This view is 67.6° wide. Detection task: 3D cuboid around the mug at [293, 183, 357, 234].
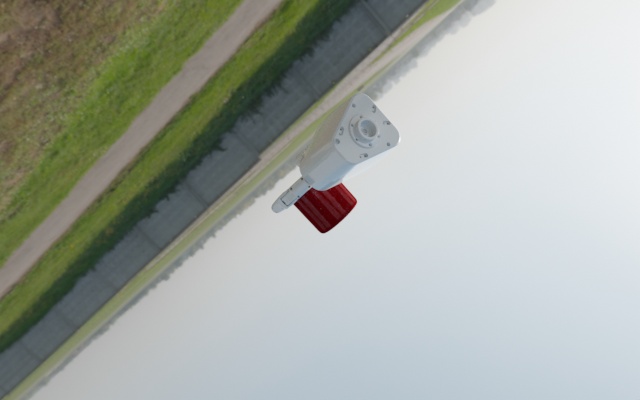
[{"bbox_3d":[0.000,0.003,0.785,0.093,0.081,0.117,-46,6,-29],"label":"mug"}]
